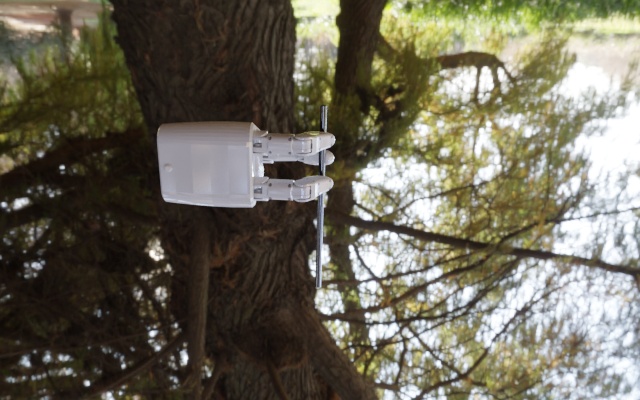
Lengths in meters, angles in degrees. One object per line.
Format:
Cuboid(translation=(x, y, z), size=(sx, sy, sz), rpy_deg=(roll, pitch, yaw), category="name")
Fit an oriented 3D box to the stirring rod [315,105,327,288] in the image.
Cuboid(translation=(0.000, 0.002, 0.603), size=(0.011, 0.240, 0.011), rpy_deg=(2, 19, -1), category="stirring rod")
